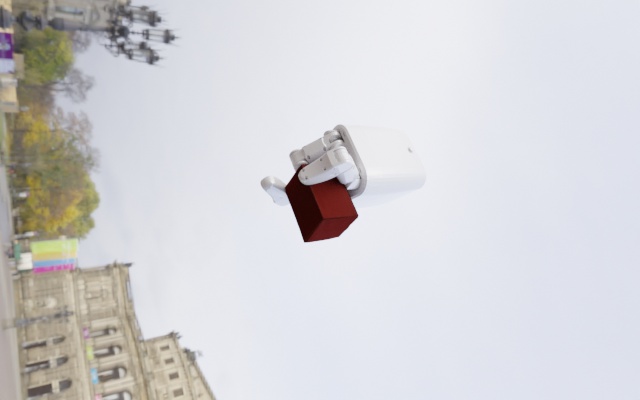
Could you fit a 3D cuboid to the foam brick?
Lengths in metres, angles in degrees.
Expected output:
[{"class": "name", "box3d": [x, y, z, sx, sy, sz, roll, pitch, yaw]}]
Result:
[{"class": "foam brick", "box3d": [0.000, 0.002, 0.560, 0.051, 0.078, 0.053, -3, -31, -34]}]
